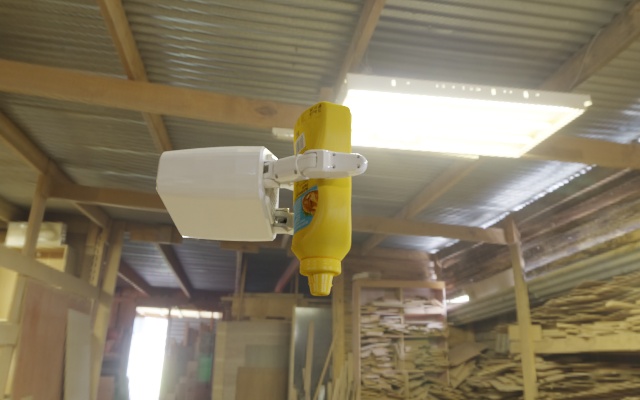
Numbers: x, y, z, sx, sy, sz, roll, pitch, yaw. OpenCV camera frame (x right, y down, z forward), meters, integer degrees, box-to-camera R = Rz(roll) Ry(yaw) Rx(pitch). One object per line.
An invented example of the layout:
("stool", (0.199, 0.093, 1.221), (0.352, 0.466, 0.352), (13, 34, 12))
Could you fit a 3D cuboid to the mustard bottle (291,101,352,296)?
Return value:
("mustard bottle", (0.000, 0.001, 0.498), (0.058, 0.191, 0.096), (8, -21, -20))
